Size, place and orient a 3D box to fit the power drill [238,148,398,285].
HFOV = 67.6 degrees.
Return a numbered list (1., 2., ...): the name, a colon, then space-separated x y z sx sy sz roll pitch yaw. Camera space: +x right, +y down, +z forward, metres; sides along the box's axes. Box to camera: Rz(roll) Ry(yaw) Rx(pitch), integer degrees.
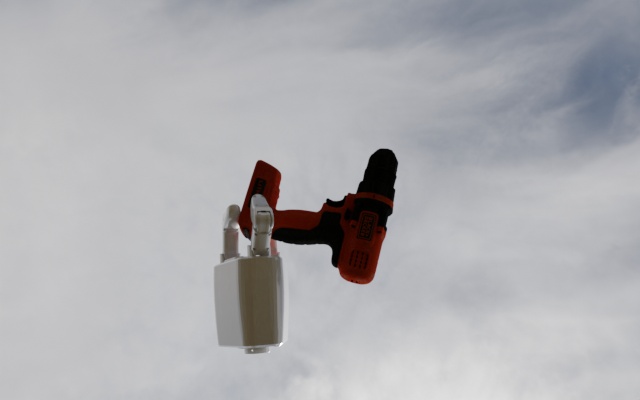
1. power drill: 0.000 0.002 0.623 0.187 0.184 0.057 12 -20 10
